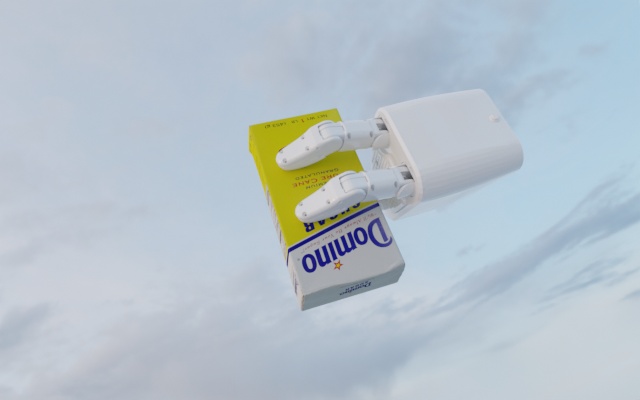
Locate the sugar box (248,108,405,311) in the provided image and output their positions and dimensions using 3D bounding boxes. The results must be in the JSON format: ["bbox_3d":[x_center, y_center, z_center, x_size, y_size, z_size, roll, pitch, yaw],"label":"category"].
[{"bbox_3d":[0.000,0.001,0.435,0.093,0.176,0.048,-15,-30,-13],"label":"sugar box"}]
